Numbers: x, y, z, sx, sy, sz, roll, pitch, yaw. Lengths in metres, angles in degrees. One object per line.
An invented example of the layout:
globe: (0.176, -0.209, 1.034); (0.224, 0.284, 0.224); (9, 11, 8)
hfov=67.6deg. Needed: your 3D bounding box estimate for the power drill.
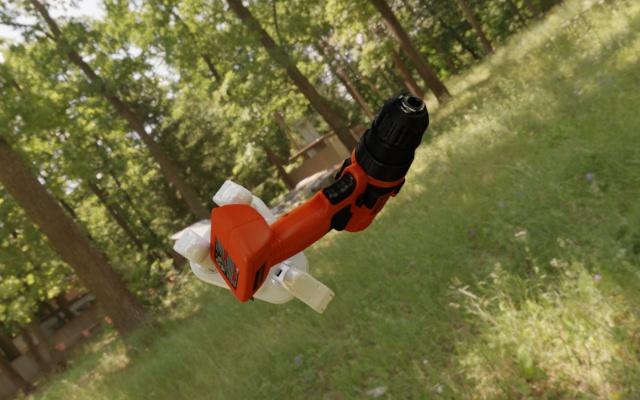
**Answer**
power drill: (0.000, 0.002, 0.410); (0.187, 0.057, 0.184); (-28, -23, -28)
